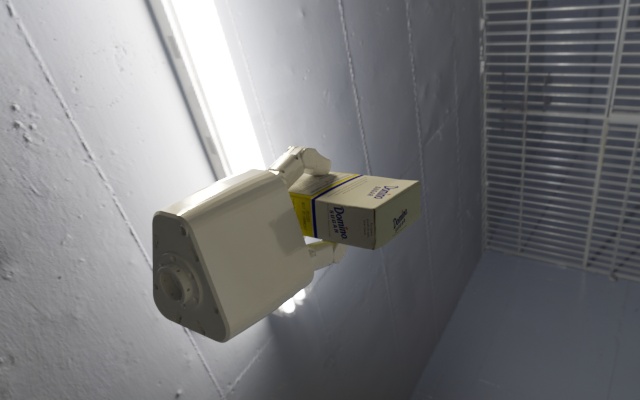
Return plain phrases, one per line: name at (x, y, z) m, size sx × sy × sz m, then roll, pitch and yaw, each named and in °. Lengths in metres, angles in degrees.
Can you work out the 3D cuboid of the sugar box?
sugar box at (0.000, 0.002, 0.476) m, size 0.176 × 0.048 × 0.093 m, roll 12°, pitch 24°, yaw 34°
